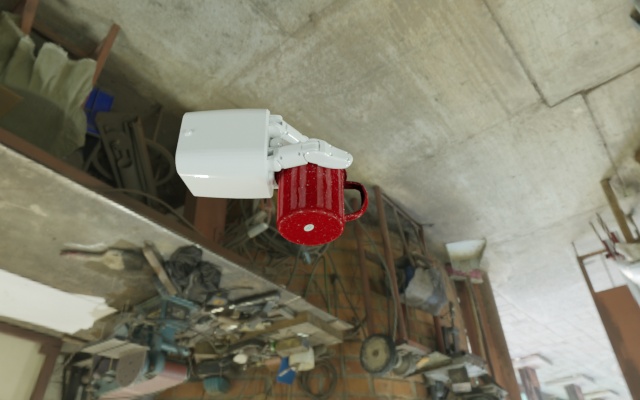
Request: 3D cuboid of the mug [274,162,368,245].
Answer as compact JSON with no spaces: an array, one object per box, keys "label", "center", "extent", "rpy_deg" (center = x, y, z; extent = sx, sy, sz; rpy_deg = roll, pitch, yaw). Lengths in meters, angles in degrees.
[{"label":"mug","center":[0.002,0.002,0.588],"extent":[0.117,0.081,0.093],"rpy_deg":[0,-35,-1]}]
